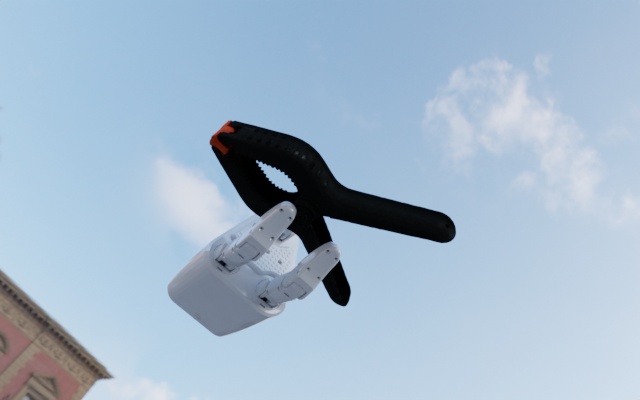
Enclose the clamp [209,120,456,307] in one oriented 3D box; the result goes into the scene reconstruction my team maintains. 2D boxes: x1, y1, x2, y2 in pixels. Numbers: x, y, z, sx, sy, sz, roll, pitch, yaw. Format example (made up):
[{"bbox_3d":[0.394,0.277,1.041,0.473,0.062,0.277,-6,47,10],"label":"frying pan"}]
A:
[{"bbox_3d":[0.000,0.001,0.417,0.165,0.210,0.036,-35,17,41],"label":"clamp"}]
